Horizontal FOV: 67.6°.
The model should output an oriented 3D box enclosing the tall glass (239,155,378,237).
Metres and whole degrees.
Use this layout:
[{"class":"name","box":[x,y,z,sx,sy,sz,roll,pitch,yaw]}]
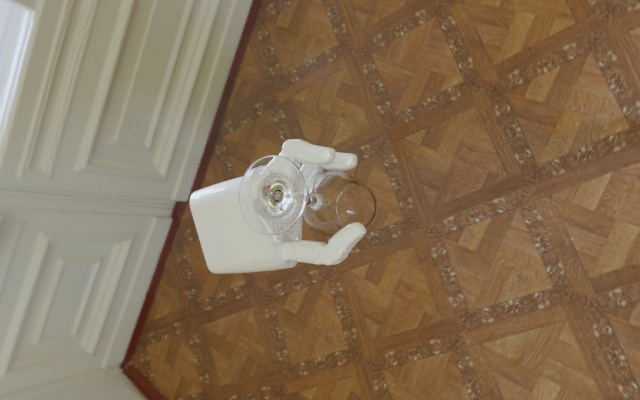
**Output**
[{"class":"tall glass","box":[0.000,0.002,0.528,0.079,0.079,0.201,0,-4,28]}]
